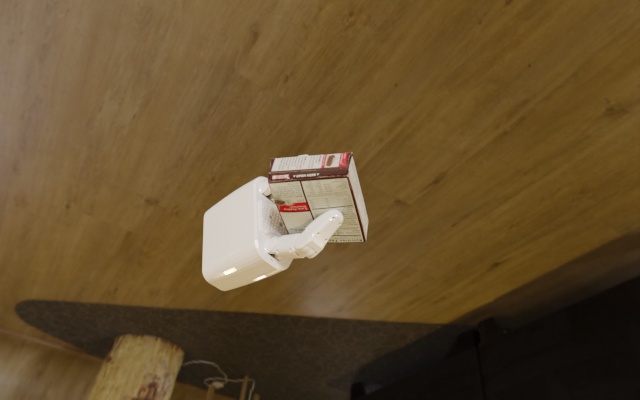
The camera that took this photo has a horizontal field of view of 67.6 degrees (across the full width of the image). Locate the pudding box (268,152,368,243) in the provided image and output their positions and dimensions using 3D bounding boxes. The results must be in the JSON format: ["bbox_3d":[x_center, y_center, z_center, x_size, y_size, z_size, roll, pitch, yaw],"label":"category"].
[{"bbox_3d":[0.000,0.002,0.525,0.090,0.039,0.114,-4,-41,14],"label":"pudding box"}]
